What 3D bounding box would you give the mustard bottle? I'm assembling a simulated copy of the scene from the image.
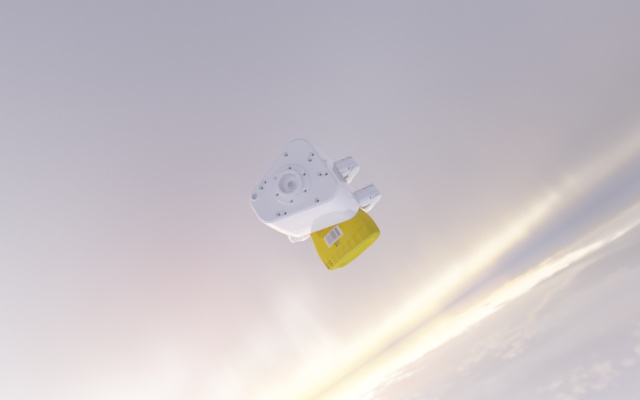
[{"bbox_3d":[0.000,0.003,0.716,0.096,0.191,0.058,-45,-21,30],"label":"mustard bottle"}]
